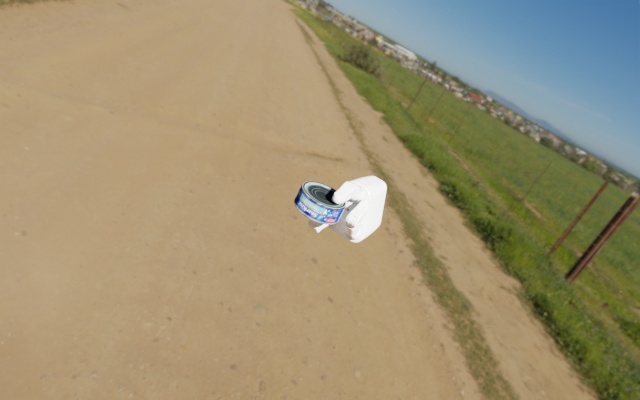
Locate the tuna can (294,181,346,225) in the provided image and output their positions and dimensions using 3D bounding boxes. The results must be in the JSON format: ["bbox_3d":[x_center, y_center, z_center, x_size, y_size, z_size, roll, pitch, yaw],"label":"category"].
[{"bbox_3d":[0.000,0.002,0.823,0.086,0.034,0.086,21,26,-11],"label":"tuna can"}]
